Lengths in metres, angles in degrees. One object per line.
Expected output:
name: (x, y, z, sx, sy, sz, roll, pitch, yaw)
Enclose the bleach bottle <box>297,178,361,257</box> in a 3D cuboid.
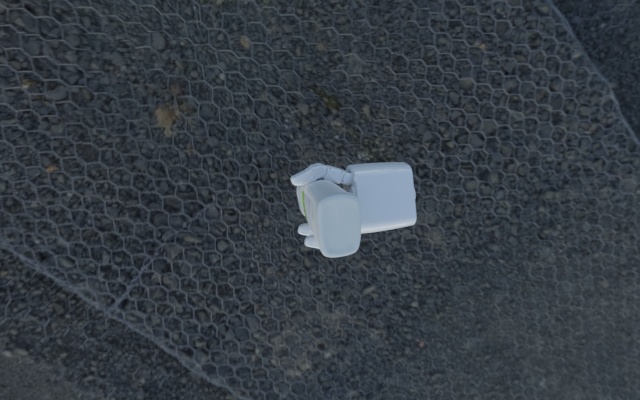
bleach bottle: (0.000, 0.003, 0.805, 0.068, 0.102, 0.250, -7, 19, -12)
